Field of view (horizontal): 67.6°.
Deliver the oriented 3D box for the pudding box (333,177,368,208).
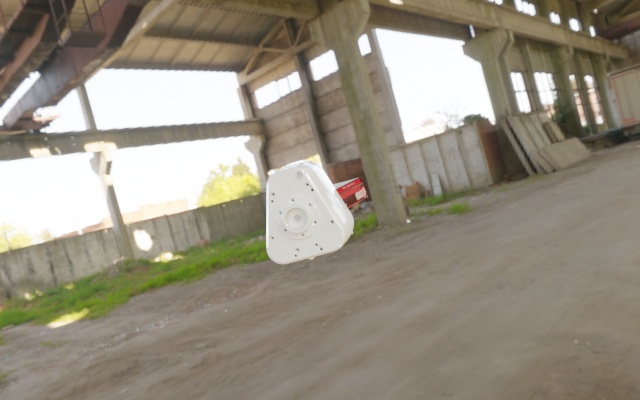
[{"bbox_3d":[0.000,0.002,0.712,0.113,0.039,0.090,-12,8,37],"label":"pudding box"}]
